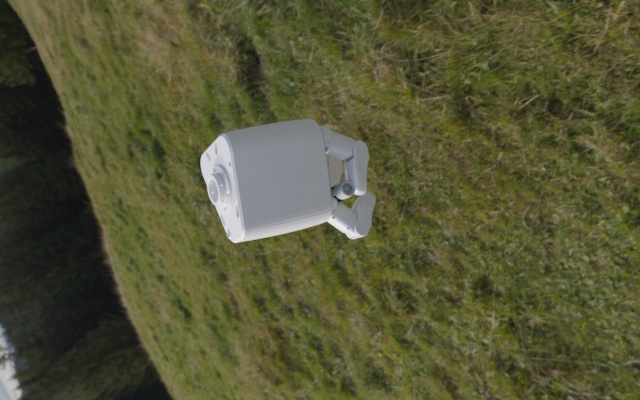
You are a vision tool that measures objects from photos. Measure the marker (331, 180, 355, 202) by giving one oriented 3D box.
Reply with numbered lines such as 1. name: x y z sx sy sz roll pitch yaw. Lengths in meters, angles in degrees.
1. marker: 0.000 0.002 0.564 0.020 0.020 0.121 0 -15 -31
